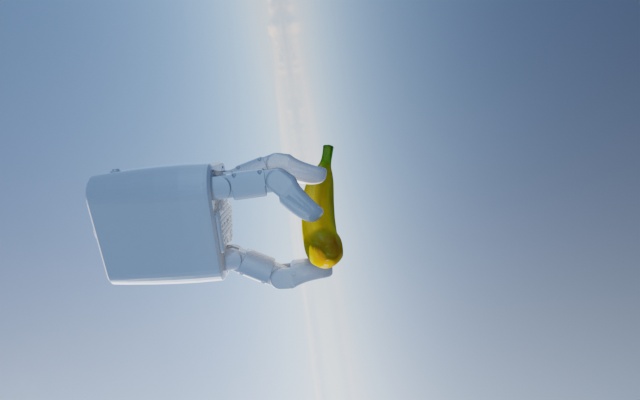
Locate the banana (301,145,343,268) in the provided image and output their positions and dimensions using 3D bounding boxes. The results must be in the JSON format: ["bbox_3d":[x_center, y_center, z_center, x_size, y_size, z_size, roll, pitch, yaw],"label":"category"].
[{"bbox_3d":[-0.001,0.015,0.480,0.037,0.070,0.197,0,33,-3],"label":"banana"}]
